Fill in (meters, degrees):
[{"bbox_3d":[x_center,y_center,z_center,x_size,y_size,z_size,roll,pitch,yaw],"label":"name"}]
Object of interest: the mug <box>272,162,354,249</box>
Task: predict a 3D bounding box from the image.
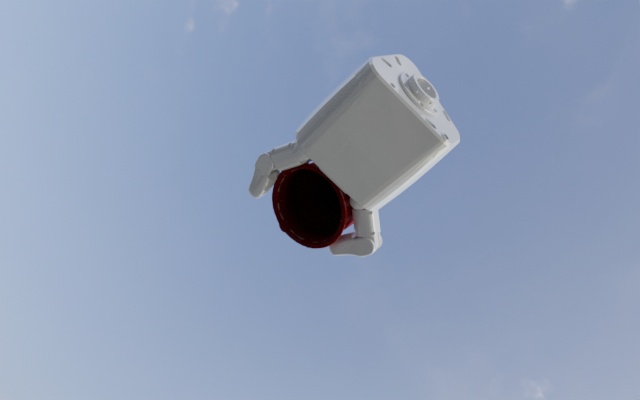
[{"bbox_3d":[-0.001,0.002,0.535,0.117,0.093,0.081,-40,-7,37],"label":"mug"}]
